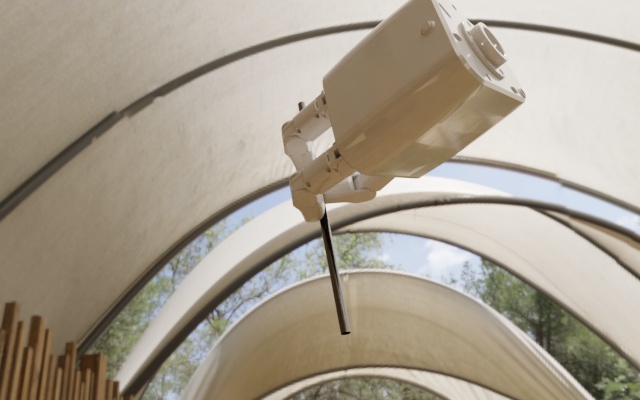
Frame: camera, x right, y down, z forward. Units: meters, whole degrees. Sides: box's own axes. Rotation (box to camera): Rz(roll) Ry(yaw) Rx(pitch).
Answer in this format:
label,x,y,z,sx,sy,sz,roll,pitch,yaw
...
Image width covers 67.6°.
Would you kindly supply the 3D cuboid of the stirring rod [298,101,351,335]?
label,x,y,z,sx,sy,sz,roll,pitch,yaw
stirring rod,0.000,0.001,0.429,0.011,0.239,0.011,-8,-32,-5
